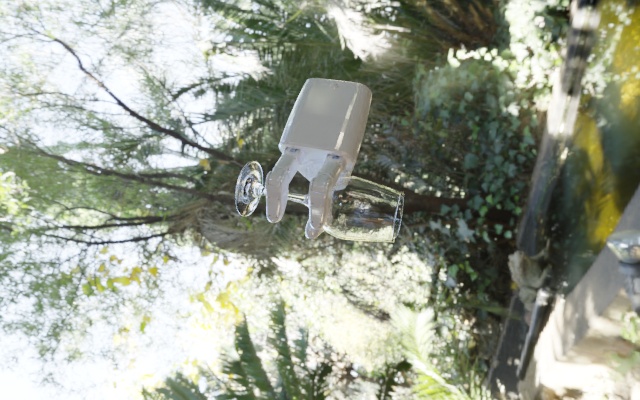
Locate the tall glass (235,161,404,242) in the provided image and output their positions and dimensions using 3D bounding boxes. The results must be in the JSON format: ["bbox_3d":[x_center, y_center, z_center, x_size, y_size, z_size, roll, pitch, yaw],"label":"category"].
[{"bbox_3d":[-0.001,0.002,0.599,0.201,0.079,0.079,11,3,17],"label":"tall glass"}]
